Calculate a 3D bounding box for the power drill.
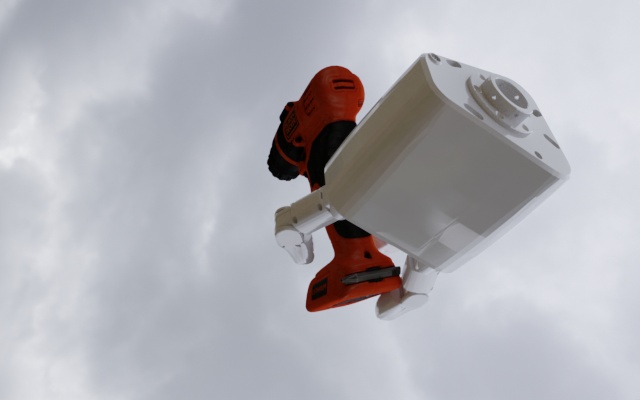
[{"bbox_3d":[0.000,0.002,0.432,0.057,0.187,0.184,-9,-15,-21],"label":"power drill"}]
